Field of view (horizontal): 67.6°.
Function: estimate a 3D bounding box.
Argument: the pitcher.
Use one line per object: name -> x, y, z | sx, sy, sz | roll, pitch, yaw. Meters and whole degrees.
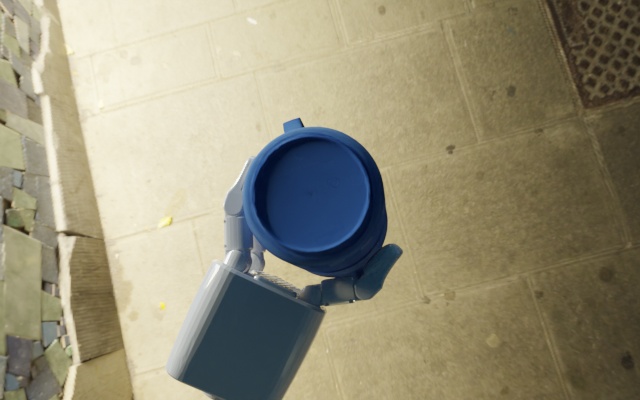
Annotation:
pitcher -> 0.000, 0.002, 0.470 | 0.149, 0.145, 0.243 | 26, -5, 8
